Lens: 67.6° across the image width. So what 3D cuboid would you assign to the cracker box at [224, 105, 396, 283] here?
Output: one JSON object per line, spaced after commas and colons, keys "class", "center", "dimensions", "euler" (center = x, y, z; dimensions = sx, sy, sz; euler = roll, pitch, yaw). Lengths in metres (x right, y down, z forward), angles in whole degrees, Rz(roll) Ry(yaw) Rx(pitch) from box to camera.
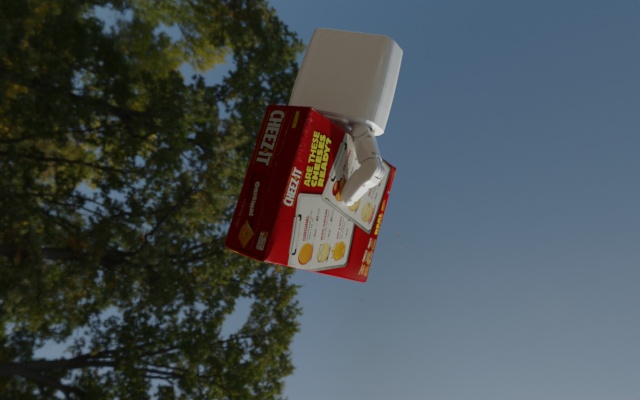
{"class": "cracker box", "center": [0.000, 0.002, 0.574], "dimensions": [0.072, 0.164, 0.214], "euler": [12, -7, 36]}
